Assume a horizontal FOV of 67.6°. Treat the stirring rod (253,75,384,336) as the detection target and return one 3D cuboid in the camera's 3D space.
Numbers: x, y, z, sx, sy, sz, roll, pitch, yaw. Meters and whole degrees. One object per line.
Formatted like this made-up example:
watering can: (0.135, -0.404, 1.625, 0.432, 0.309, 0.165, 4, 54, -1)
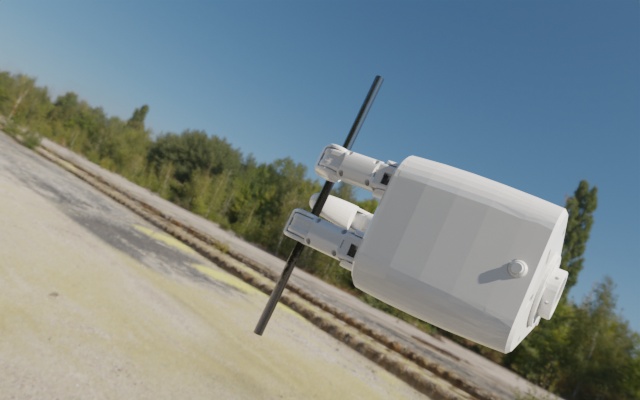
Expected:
stirring rod: (0.000, 0.001, 0.403, 0.011, 0.239, 0.011, 25, -6, 3)
